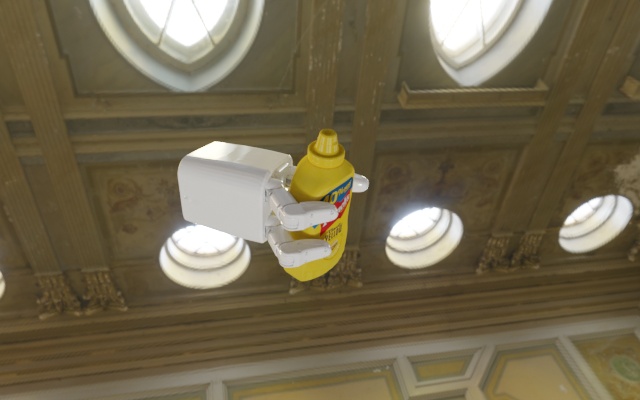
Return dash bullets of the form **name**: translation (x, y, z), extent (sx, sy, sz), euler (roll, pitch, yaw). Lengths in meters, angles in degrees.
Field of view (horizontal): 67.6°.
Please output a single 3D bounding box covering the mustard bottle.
- **mustard bottle**: translation (0.000, 0.002, 0.569), extent (0.058, 0.192, 0.096), euler (31, 44, 28)
